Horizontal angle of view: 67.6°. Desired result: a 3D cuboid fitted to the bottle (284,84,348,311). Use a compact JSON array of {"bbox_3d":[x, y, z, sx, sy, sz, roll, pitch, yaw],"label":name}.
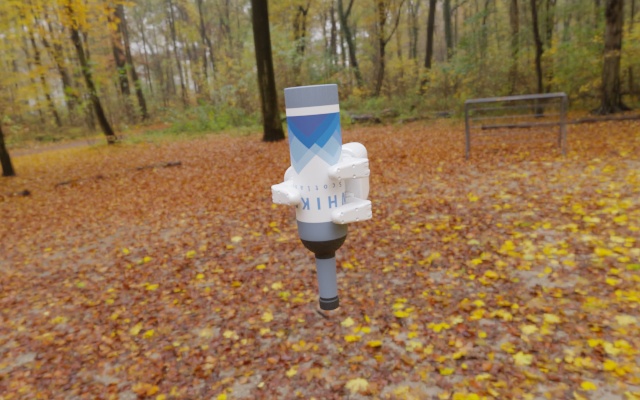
[{"bbox_3d":[0.000,0.002,0.624,0.069,0.296,0.069,-5,12,1],"label":"bottle"}]
